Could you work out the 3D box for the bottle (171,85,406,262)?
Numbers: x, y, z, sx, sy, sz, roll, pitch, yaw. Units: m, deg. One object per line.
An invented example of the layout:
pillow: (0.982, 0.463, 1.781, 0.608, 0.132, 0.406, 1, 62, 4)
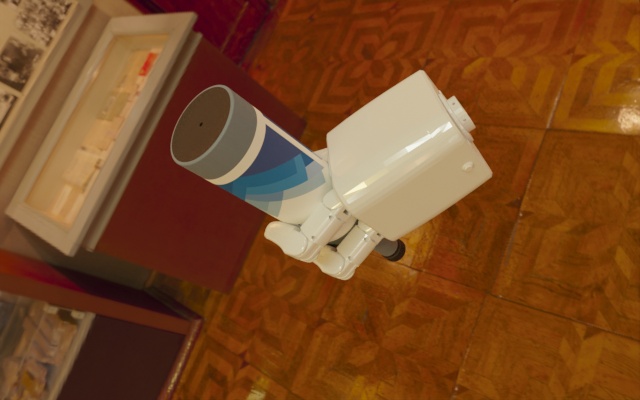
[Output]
bottle: (0.000, 0.001, 0.449, 0.069, 0.069, 0.296, 0, -23, 40)
